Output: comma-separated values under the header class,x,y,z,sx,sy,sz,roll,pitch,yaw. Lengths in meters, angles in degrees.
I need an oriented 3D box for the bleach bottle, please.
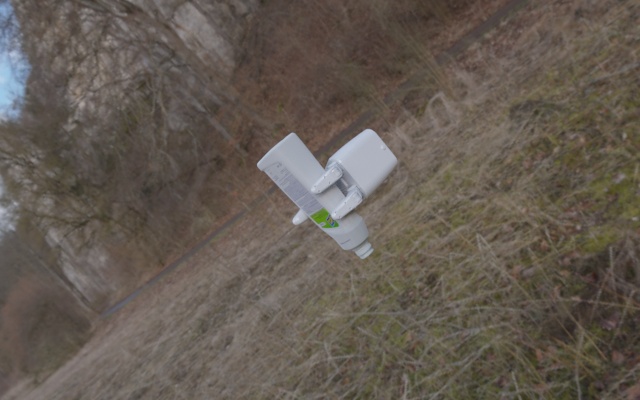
class,x,y,z,sx,sy,sz,roll,pitch,yaw
bleach bottle,0.000,0.003,0.852,0.068,0.251,0.102,-43,6,-28
